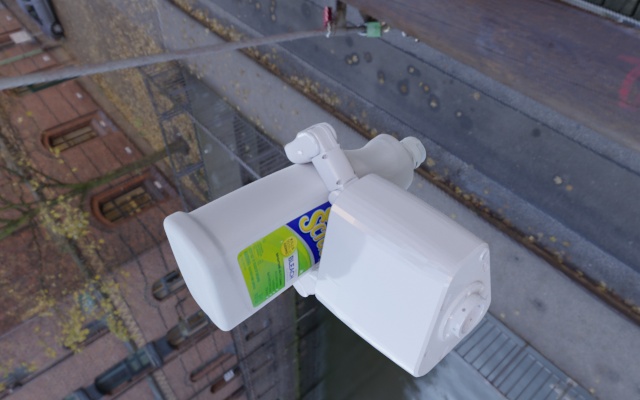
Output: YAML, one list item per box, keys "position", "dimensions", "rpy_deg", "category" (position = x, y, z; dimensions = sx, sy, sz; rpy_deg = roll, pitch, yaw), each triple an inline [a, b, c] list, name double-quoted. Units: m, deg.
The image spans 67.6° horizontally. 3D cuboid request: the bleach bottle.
- position: [0.000, 0.001, 0.414]
  dimensions: [0.250, 0.103, 0.068]
  rpy_deg: [-32, 47, -28]
  category: "bleach bottle"
